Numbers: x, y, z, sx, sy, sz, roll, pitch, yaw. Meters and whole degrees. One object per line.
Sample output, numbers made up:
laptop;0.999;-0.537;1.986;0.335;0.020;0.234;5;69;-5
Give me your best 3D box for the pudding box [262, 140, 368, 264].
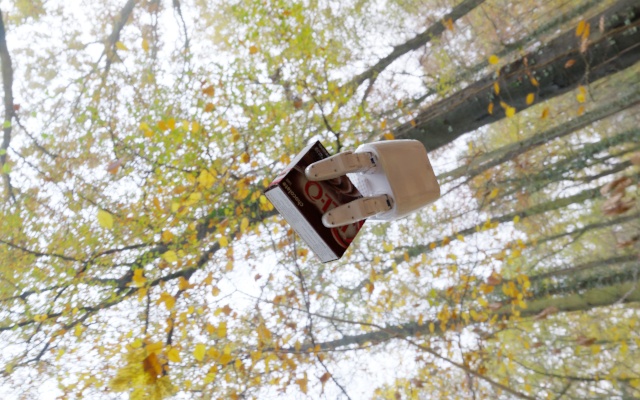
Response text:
pudding box;0.000;0.002;0.548;0.039;0.113;0.090;-27;19;47
